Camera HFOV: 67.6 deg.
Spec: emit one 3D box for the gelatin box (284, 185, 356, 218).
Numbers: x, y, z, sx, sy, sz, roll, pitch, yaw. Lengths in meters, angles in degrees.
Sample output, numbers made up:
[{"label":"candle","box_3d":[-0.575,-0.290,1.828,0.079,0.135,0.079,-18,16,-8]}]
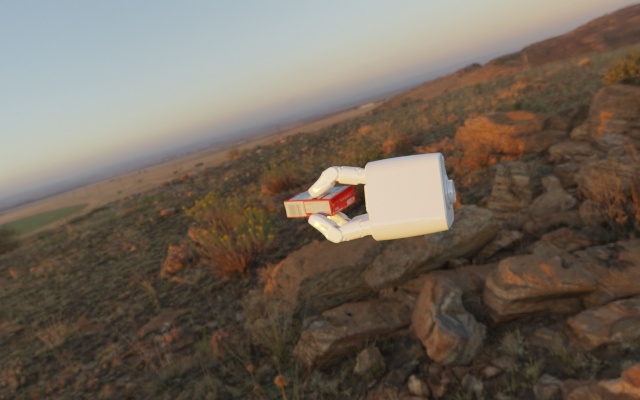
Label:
[{"label":"gelatin box","box_3d":[0.000,0.002,0.750,0.089,0.030,0.073,-2,16,33]}]
